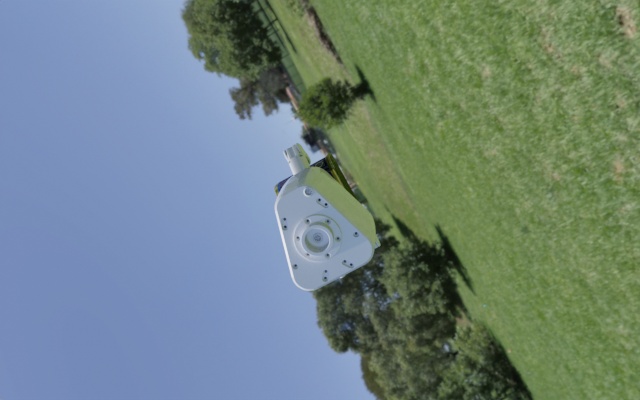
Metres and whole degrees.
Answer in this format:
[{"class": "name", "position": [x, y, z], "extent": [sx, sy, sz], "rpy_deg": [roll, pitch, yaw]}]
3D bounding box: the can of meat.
[{"class": "can of meat", "position": [0.000, 0.002, 0.625], "extent": [0.084, 0.102, 0.057], "rpy_deg": [-28, 10, 9]}]
